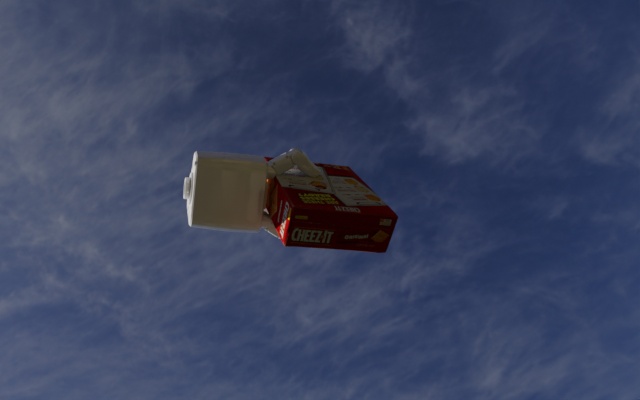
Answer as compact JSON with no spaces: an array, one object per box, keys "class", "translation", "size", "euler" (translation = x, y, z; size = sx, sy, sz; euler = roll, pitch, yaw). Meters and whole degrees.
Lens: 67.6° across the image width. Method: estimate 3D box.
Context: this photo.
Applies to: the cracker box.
[{"class":"cracker box","translation":[0.000,0.002,0.762],"size":[0.164,0.072,0.213],"euler":[5,22,-20]}]
